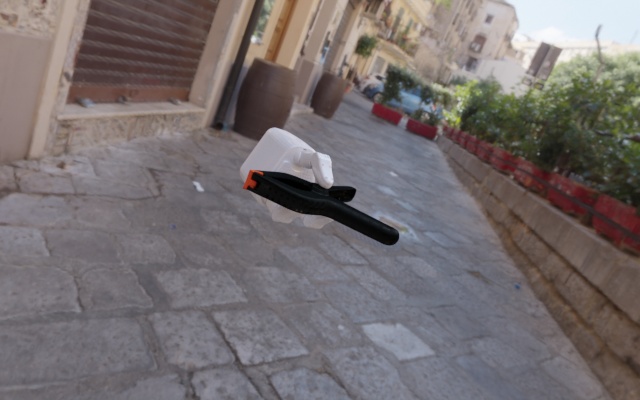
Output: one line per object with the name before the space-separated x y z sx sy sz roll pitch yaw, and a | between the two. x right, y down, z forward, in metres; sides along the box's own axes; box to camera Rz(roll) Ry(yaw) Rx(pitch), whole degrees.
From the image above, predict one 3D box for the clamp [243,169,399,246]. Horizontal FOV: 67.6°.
clamp | 0.000 0.001 0.651 0.210 0.036 0.164 14 18 -33
